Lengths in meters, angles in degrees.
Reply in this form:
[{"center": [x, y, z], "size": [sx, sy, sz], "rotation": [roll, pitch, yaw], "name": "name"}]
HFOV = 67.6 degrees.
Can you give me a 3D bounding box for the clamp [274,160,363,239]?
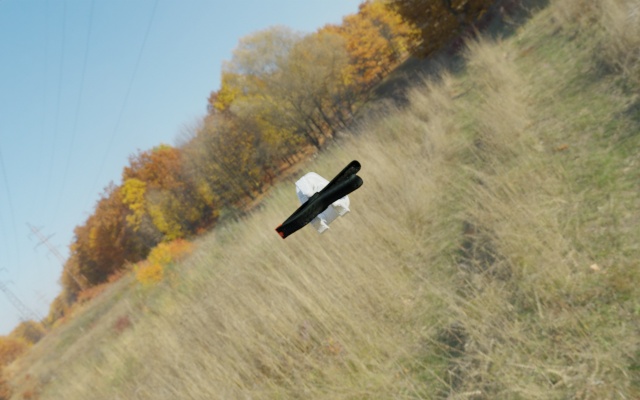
[{"center": [-0.001, 0.003, 0.897], "size": [0.210, 0.036, 0.164], "rotation": [-40, 8, 5], "name": "clamp"}]
